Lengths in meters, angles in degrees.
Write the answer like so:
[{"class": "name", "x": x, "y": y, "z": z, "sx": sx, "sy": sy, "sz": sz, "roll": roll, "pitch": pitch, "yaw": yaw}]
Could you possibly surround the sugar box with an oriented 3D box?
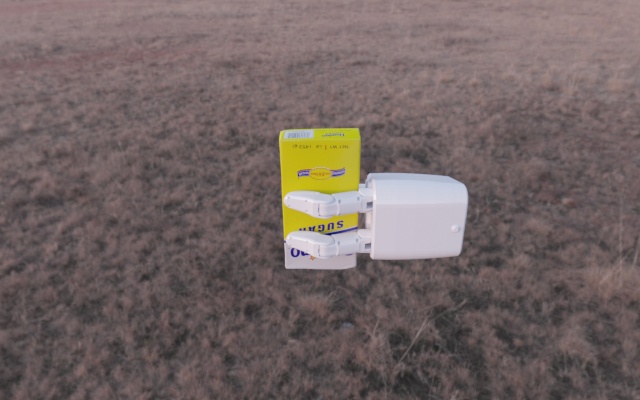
[{"class": "sugar box", "x": 0.000, "y": 0.002, "z": 0.581, "sx": 0.093, "sy": 0.176, "sz": 0.048, "roll": -1, "pitch": 26, "yaw": 1}]
